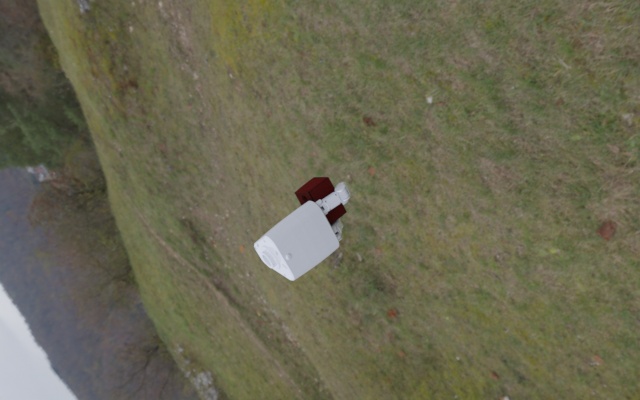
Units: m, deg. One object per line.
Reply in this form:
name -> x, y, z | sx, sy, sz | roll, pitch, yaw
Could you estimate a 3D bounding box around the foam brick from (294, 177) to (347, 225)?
foam brick -> 0.000, 0.003, 0.864 | 0.051, 0.078, 0.053 | -36, 18, -25
